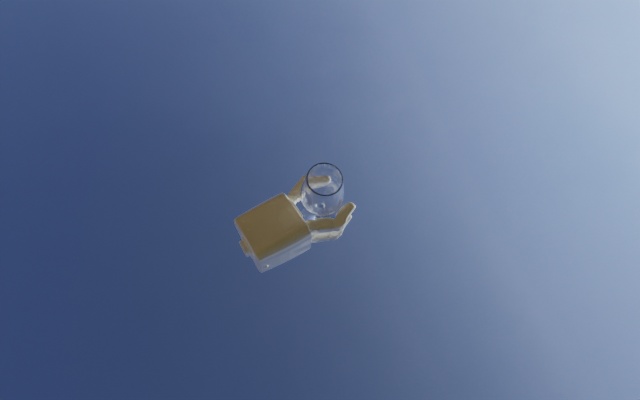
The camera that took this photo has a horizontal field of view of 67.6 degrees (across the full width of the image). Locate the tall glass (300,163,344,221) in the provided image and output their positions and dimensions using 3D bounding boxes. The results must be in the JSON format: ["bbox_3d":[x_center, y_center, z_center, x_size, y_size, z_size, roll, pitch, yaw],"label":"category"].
[{"bbox_3d":[0.000,0.003,0.885,0.079,0.079,0.201,0,-23,-5],"label":"tall glass"}]
